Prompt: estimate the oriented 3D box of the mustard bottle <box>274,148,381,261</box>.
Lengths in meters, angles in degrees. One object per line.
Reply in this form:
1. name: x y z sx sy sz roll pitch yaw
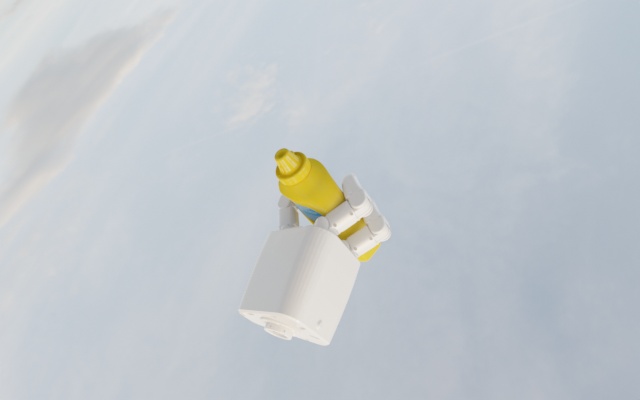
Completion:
1. mustard bottle: 0.000 0.002 0.591 0.096 0.058 0.192 33 -12 45
